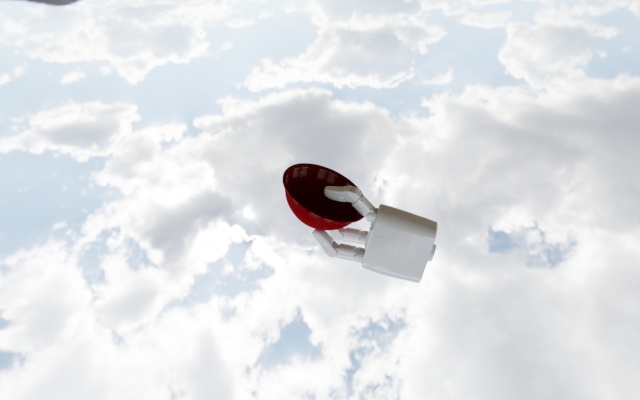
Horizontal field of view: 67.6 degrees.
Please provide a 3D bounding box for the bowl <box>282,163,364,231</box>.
[{"bbox_3d":[-0.001,0.002,0.848,0.162,0.055,0.162,19,34,-13],"label":"bowl"}]
